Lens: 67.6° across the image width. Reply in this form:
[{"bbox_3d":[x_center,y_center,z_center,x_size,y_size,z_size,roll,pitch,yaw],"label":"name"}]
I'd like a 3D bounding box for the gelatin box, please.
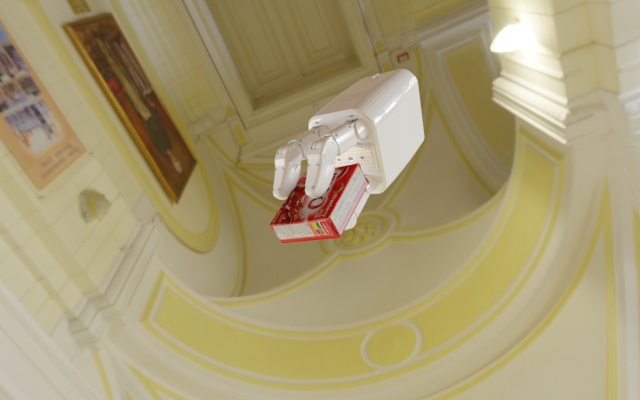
[{"bbox_3d":[0.000,0.002,0.487,0.073,0.030,0.089,-8,36,35],"label":"gelatin box"}]
